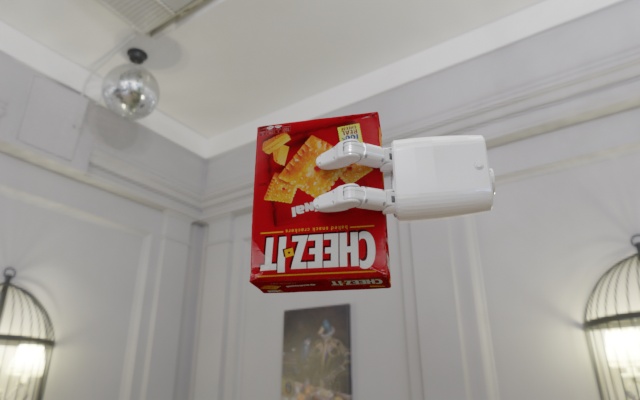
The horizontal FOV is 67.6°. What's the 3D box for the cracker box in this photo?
[{"bbox_3d":[0.000,0.002,0.601,0.164,0.213,0.072,-5,-23,10],"label":"cracker box"}]
